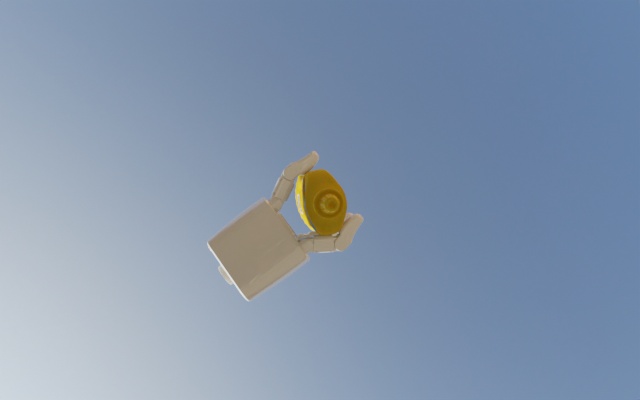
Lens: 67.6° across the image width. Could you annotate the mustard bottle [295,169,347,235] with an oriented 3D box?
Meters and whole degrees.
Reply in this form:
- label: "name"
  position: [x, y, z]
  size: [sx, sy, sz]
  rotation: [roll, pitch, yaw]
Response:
- label: "mustard bottle"
  position: [0.000, 0.002, 0.702]
  size: [0.058, 0.096, 0.191]
  rotation: [-11, 3, -7]
